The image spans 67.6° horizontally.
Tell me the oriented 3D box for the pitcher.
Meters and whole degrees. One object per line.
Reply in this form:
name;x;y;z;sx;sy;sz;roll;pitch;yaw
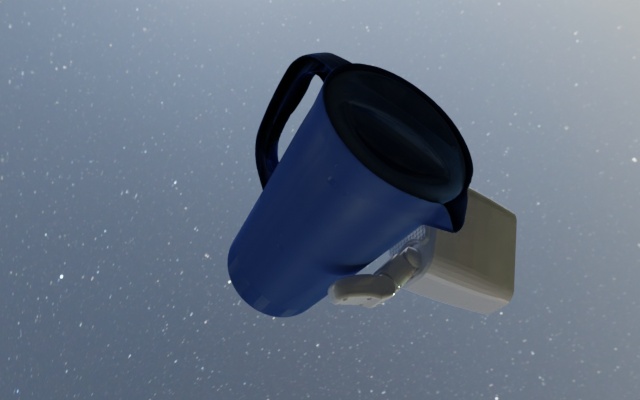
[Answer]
pitcher;0.000;0.002;0.430;0.145;0.149;0.243;20;-43;-21
